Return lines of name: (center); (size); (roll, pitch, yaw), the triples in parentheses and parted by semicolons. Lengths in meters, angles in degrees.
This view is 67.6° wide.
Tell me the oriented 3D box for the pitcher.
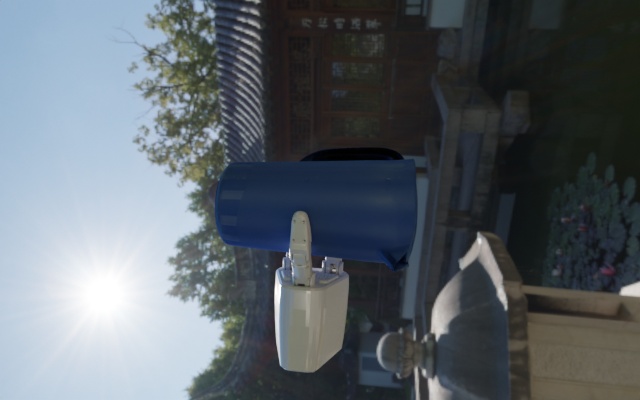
pitcher: (0.000, 0.002, 0.609); (0.243, 0.145, 0.149); (3, 6, 7)
